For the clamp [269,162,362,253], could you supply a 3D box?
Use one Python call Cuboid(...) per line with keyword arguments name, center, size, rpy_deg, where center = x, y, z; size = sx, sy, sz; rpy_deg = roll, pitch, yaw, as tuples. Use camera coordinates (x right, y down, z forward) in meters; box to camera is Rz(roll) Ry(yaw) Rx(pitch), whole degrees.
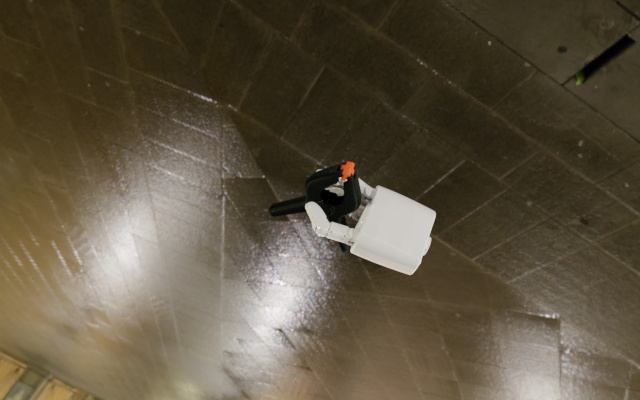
Cuboid(name="clamp", center=(0.000, 0.003, 0.795), size=(0.164, 0.036, 0.210), rpy_deg=(22, -37, 1))
